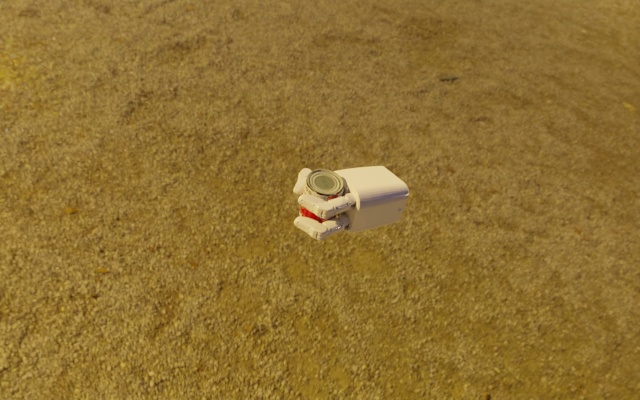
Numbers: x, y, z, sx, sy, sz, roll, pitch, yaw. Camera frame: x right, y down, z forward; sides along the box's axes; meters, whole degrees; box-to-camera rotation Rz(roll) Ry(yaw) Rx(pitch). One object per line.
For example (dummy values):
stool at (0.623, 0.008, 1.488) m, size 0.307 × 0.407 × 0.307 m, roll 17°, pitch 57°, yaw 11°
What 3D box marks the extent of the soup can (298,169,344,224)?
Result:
soup can at (0.000, 0.003, 0.850) m, size 0.068 × 0.102 × 0.068 m, roll 7°, pitch 44°, yaw -7°
